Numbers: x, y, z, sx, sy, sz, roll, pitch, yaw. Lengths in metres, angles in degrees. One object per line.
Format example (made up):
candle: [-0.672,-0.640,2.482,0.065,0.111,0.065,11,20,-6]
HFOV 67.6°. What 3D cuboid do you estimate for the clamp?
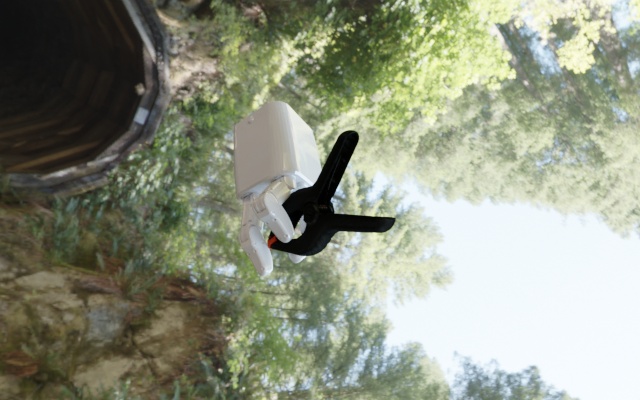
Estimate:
clamp: [0.000,0.002,0.539,0.171,0.120,0.039,-26,-28,34]
